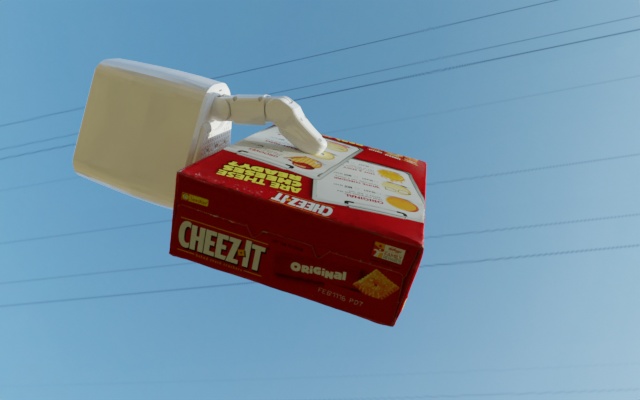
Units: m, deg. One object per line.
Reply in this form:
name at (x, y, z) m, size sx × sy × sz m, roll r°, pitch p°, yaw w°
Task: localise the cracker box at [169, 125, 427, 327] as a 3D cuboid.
cracker box at (0.000, 0.001, 0.402) m, size 0.164 × 0.072 × 0.213 m, roll 16°, pitch 21°, yaw 7°
